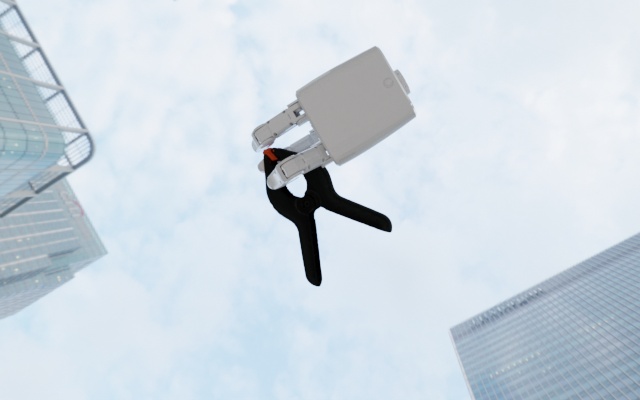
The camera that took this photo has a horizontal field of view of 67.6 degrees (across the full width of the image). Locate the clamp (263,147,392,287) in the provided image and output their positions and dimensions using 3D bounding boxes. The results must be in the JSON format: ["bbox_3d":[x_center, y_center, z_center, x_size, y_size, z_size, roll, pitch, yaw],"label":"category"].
[{"bbox_3d":[0.000,0.002,0.557,0.120,0.171,0.039,-30,-1,8],"label":"clamp"}]
